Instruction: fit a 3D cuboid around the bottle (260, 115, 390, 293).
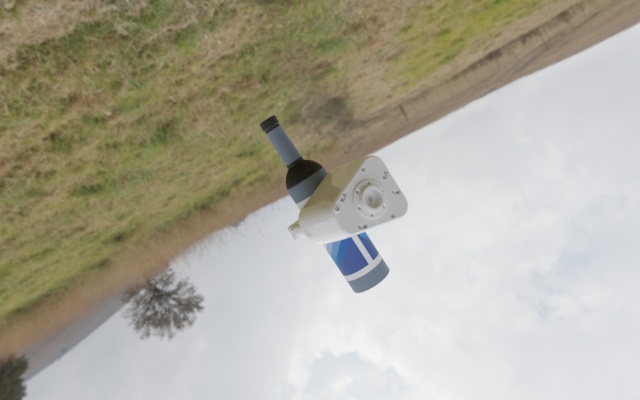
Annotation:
[{"bbox_3d":[0.000,0.003,0.728,0.069,0.296,0.069,-33,6,4],"label":"bottle"}]
